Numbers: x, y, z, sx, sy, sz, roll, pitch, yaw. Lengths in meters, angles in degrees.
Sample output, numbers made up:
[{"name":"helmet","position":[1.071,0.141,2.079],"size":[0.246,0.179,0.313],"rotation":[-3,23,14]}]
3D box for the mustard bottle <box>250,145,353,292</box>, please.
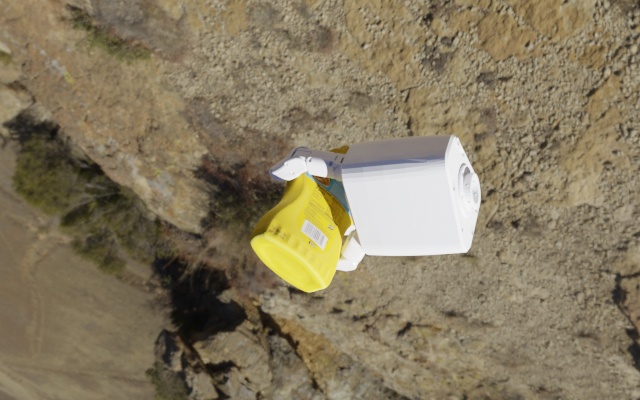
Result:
[{"name":"mustard bottle","position":[0.000,0.002,0.548],"size":[0.096,0.191,0.058],"rotation":[42,-41,-18]}]
